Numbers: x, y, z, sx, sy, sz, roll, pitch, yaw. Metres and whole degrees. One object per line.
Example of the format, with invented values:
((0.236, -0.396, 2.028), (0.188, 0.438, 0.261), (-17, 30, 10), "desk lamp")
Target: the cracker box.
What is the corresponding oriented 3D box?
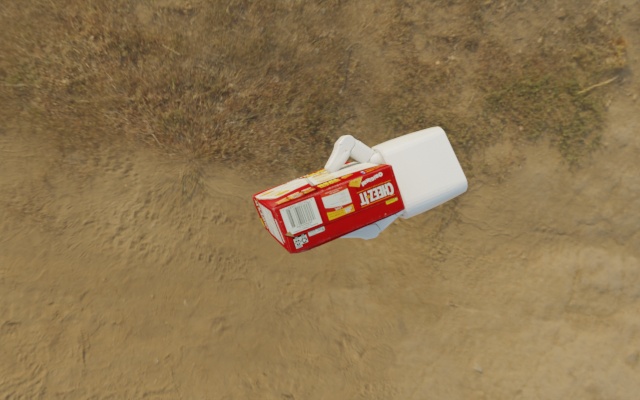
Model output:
((0.000, 0.002, 0.691), (0.164, 0.072, 0.213), (-21, 10, -12), "cracker box")
